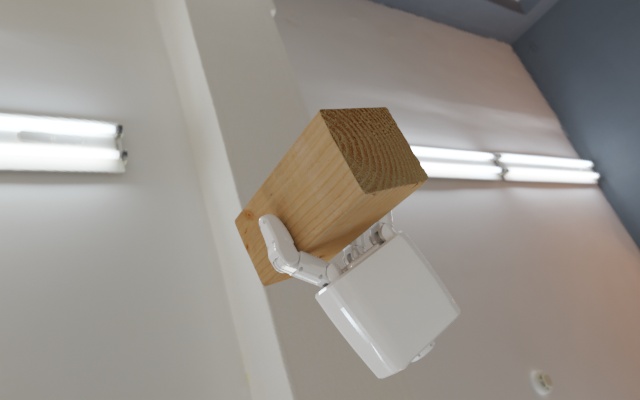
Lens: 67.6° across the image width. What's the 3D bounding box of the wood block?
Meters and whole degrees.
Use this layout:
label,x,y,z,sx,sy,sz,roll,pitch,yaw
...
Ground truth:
label,x,y,z,sx,sy,sz,roll,pitch,yaw
wood block,0.000,0.002,0.503,0.091,0.090,0.206,-12,-23,-40
